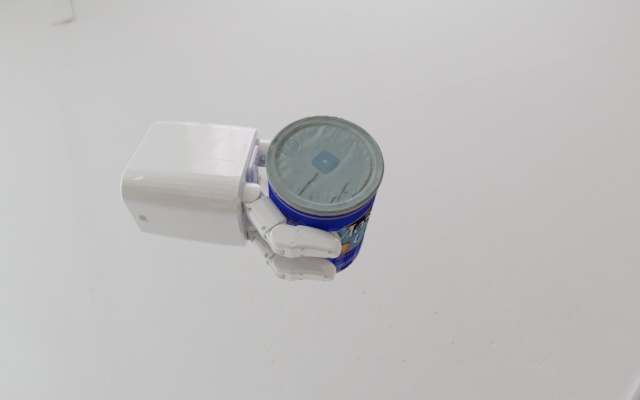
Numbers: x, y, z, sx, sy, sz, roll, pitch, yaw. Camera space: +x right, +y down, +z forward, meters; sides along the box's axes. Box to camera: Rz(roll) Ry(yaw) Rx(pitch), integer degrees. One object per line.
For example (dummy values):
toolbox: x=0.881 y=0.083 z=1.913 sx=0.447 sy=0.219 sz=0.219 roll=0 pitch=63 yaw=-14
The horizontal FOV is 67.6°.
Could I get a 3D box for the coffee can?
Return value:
coffee can: x=0.000 y=0.001 z=0.469 sx=0.103 sy=0.102 sz=0.140 roll=0 pitch=-31 yaw=-4
